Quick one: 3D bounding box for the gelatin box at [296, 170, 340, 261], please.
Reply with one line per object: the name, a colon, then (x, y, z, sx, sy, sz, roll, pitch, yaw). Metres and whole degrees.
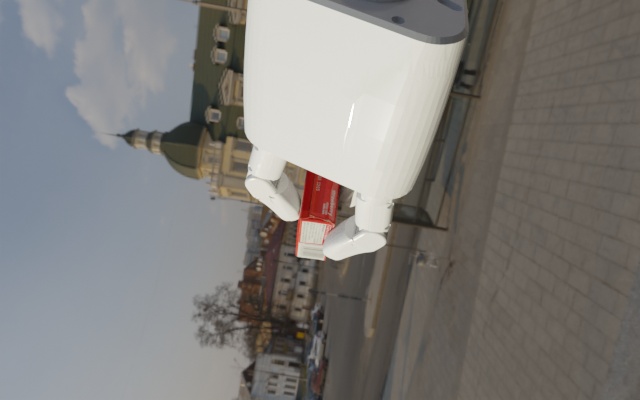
gelatin box: (0.000, 0.001, 0.400, 0.030, 0.073, 0.089, 9, -26, -1)
